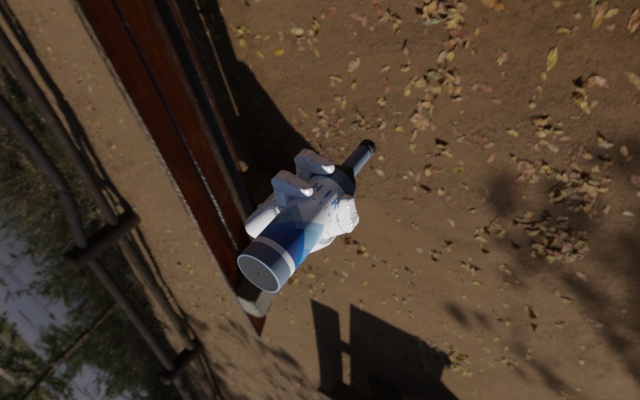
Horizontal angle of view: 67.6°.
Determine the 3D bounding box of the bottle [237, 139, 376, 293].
[{"bbox_3d":[0.000,0.002,0.683,0.069,0.069,0.295,0,38,42],"label":"bottle"}]
